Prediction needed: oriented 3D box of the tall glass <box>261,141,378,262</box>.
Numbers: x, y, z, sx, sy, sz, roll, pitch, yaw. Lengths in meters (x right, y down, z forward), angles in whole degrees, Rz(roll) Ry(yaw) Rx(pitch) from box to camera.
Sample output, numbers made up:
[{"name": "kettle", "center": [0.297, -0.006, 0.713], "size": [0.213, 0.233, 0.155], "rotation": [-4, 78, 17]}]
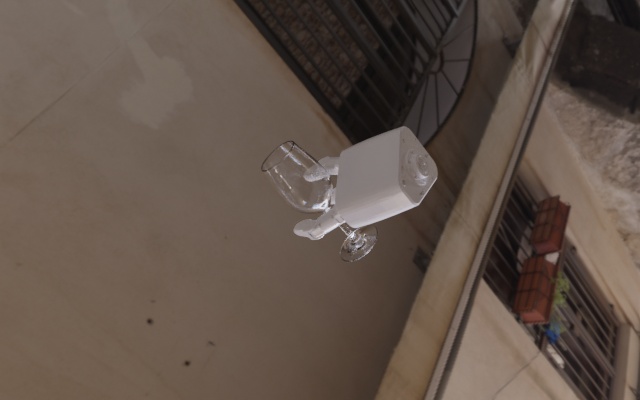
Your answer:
[{"name": "tall glass", "center": [0.000, 0.003, 0.721], "size": [0.201, 0.079, 0.079], "rotation": [47, -24, -24]}]
